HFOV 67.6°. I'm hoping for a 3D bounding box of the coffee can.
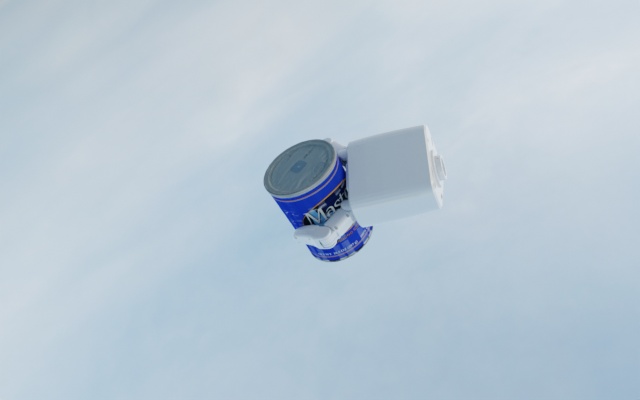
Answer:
[{"bbox_3d":[0.000,0.002,0.654,0.103,0.102,0.140,0,-42,34],"label":"coffee can"}]
